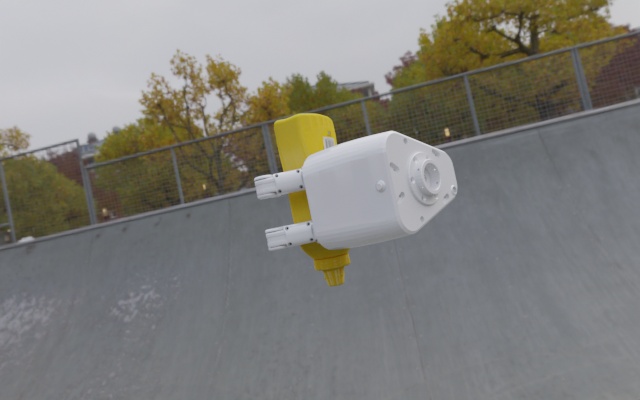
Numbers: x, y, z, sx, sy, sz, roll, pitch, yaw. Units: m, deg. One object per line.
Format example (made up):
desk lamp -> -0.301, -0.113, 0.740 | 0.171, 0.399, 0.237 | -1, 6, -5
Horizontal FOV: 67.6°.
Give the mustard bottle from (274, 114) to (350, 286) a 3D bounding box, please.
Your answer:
mustard bottle -> 0.000, 0.002, 0.545 | 0.058, 0.191, 0.096 | -13, -2, 22
